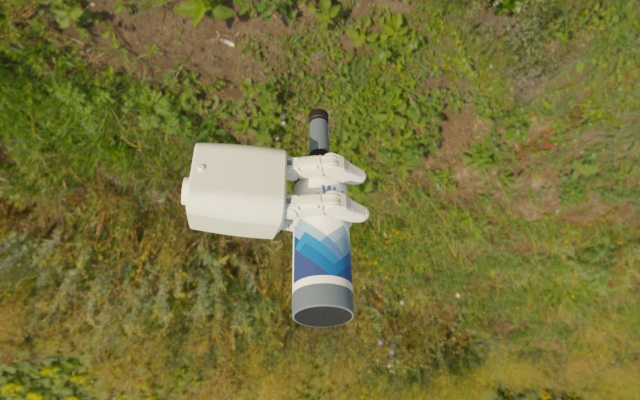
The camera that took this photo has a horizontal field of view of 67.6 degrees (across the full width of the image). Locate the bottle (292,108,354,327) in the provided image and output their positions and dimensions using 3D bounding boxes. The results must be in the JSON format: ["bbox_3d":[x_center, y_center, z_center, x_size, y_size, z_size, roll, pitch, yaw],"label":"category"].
[{"bbox_3d":[0.000,0.002,0.589,0.069,0.295,0.069,-1,-34,-1],"label":"bottle"}]
